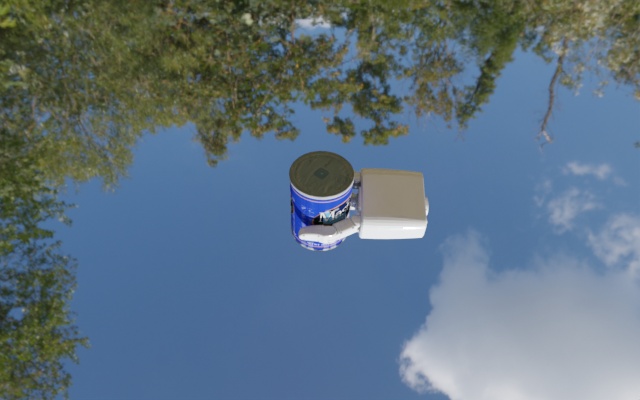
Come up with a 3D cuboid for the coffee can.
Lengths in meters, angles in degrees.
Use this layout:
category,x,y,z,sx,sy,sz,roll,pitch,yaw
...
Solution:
category,x,y,z,sx,sy,sz,roll,pitch,yaw
coffee can,0.000,0.003,0.800,0.103,0.102,0.140,0,-41,-2
